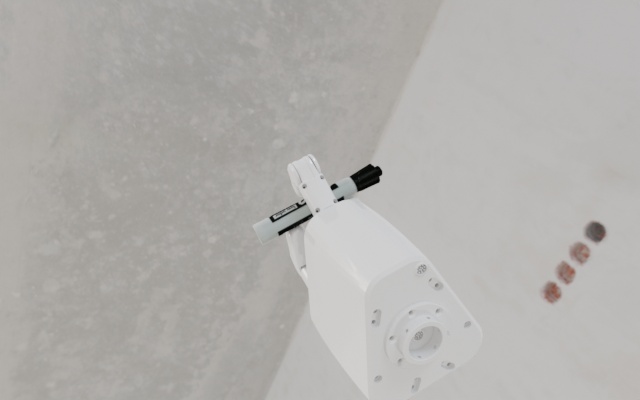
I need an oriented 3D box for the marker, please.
[{"bbox_3d":[0.000,0.001,0.408,0.121,0.020,0.020,-28,5,-10],"label":"marker"}]
